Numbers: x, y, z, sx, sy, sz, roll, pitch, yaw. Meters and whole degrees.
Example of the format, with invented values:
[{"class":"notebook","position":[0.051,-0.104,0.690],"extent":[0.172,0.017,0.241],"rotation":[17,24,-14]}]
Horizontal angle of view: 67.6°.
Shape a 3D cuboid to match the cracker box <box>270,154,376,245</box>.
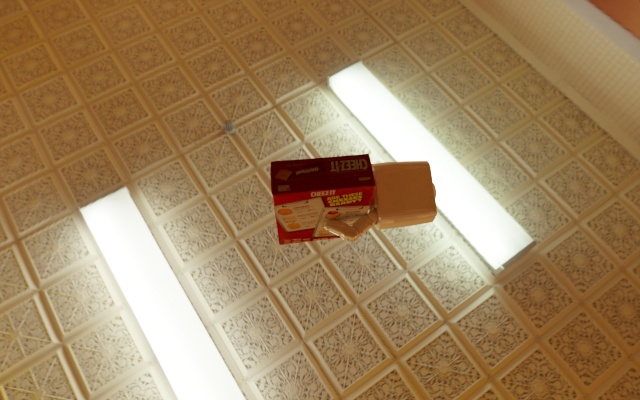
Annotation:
[{"class":"cracker box","position":[0.000,0.003,0.843],"extent":[0.164,0.072,0.214],"rotation":[-6,-26,-4]}]
